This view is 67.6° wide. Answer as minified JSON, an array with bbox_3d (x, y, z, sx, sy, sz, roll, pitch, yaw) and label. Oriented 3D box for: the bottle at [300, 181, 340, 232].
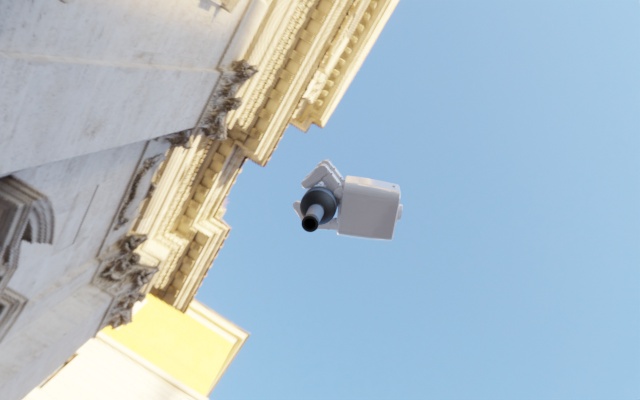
[{"bbox_3d":[0.000,0.003,0.894,0.069,0.069,0.295,0,14,7],"label":"bottle"}]
